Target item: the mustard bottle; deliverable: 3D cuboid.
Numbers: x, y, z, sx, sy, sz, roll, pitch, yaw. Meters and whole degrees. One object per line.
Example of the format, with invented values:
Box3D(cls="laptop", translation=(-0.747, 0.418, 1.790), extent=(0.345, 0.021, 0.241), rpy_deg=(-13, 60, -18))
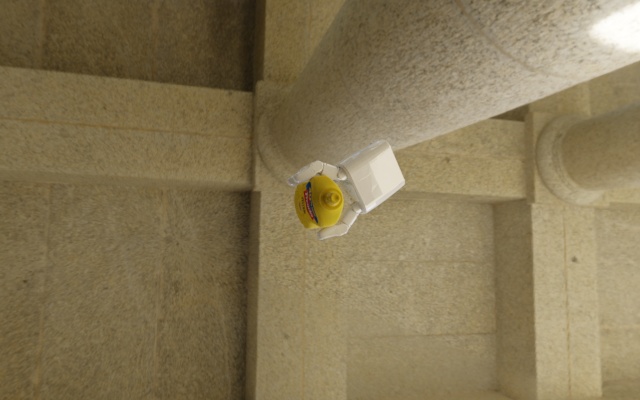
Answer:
Box3D(cls="mustard bottle", translation=(0.000, 0.003, 0.898), extent=(0.058, 0.096, 0.191), rpy_deg=(-8, -2, -17))
